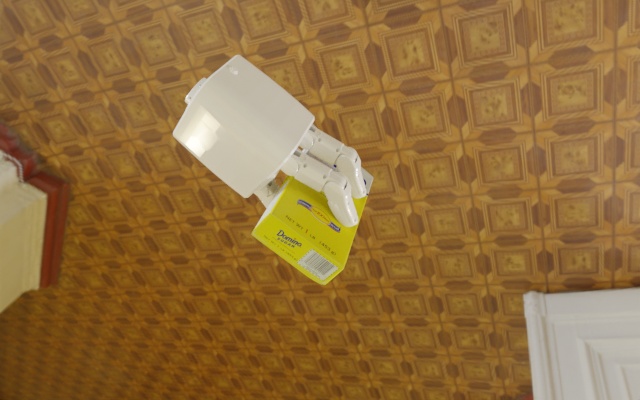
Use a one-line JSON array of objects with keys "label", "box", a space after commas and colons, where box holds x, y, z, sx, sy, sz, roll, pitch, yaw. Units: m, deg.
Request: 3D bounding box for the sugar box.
[{"label": "sugar box", "box": [0.000, 0.001, 0.534, 0.048, 0.093, 0.176, -43, 14, 38]}]
